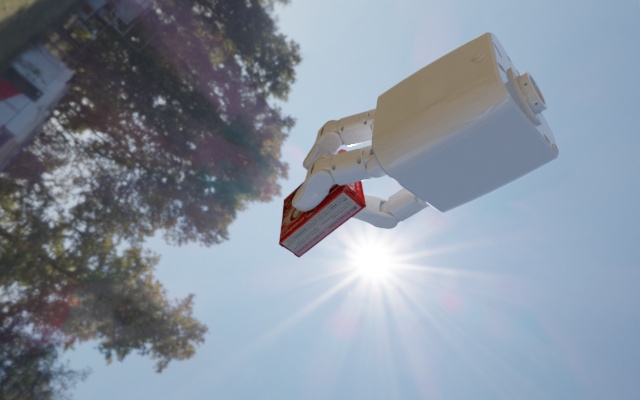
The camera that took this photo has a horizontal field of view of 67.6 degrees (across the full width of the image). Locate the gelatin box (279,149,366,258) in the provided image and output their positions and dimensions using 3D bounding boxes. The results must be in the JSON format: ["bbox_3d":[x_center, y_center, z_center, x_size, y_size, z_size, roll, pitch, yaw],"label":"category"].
[{"bbox_3d":[0.000,0.002,0.459,0.030,0.089,0.073,39,26,-24],"label":"gelatin box"}]
